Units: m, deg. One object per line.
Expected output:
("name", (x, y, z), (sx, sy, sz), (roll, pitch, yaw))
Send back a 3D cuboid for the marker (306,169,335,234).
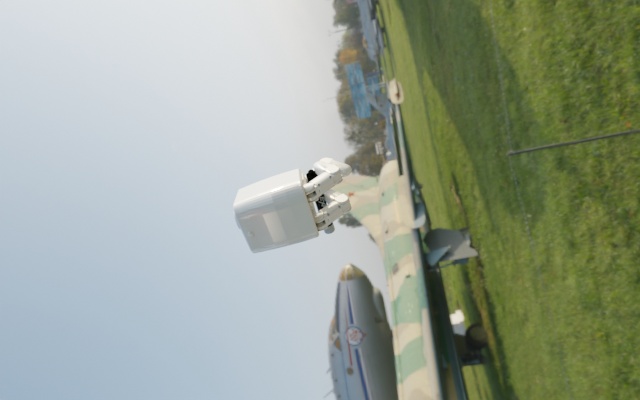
("marker", (0.000, 0.002, 0.766), (0.020, 0.121, 0.020), (-12, 34, 8))
